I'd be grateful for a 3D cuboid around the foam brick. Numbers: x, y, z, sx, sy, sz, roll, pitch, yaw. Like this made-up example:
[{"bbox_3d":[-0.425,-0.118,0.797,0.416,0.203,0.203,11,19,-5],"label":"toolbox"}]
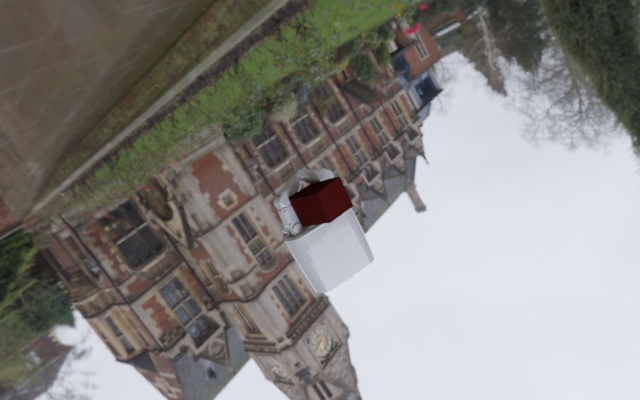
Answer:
[{"bbox_3d":[0.000,0.002,0.721,0.053,0.051,0.078,-33,12,-33],"label":"foam brick"}]
